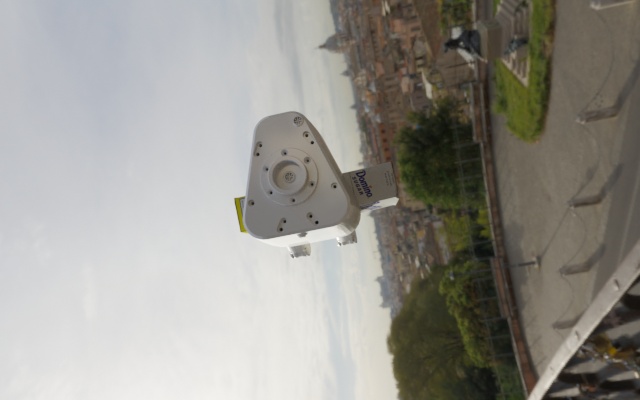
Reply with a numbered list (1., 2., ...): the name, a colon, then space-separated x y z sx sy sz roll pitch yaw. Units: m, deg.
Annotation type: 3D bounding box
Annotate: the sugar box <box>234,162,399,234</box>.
1. sugar box: 0.000 0.002 0.551 0.176 0.048 0.093 -11 -7 6
